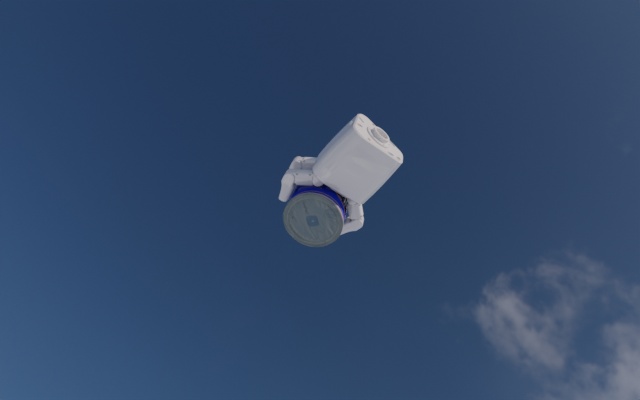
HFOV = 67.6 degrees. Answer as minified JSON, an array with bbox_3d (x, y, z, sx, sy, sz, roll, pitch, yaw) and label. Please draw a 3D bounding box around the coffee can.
[{"bbox_3d":[0.000,0.003,0.852,0.103,0.103,0.140,0,28,12],"label":"coffee can"}]
